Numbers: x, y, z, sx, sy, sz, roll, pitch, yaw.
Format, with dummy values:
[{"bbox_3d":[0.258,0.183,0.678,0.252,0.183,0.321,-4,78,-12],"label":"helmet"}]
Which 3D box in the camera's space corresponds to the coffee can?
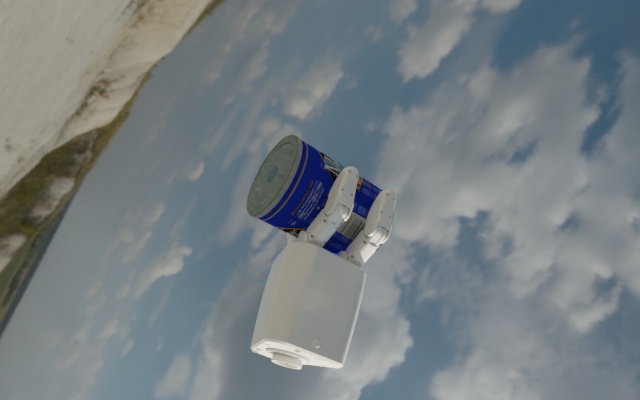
[{"bbox_3d":[0.000,0.002,0.560,0.140,0.102,0.103,29,-13,-25],"label":"coffee can"}]
